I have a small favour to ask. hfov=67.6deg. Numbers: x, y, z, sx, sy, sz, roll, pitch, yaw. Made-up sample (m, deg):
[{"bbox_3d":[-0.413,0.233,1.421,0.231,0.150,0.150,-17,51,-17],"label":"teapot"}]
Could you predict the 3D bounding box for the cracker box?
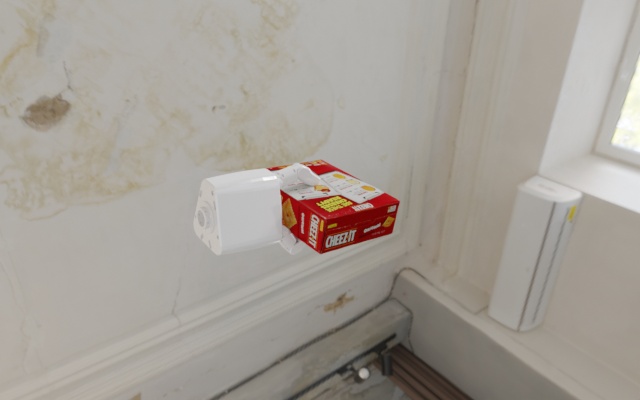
[{"bbox_3d":[0.000,0.002,0.822,0.164,0.072,0.213,-12,31,-37],"label":"cracker box"}]
